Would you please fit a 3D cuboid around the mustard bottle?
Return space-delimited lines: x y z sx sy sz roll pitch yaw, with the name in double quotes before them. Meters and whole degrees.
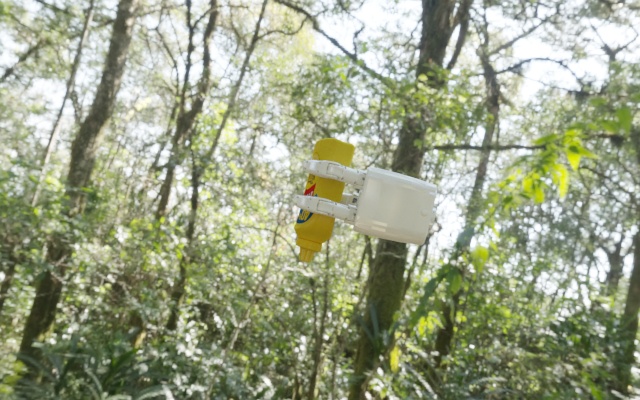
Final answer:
"mustard bottle" 0.000 0.002 0.748 0.058 0.191 0.096 16 -5 -19
